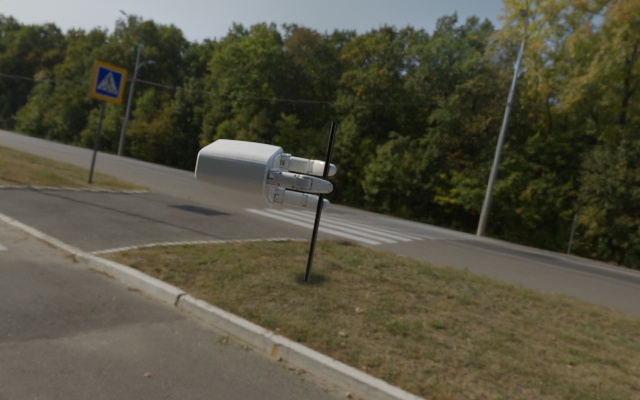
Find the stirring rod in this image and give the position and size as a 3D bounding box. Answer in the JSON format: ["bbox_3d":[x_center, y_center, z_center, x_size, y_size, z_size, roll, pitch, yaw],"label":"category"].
[{"bbox_3d":[0.000,0.002,0.716,0.011,0.239,0.011,10,2,0],"label":"stirring rod"}]
